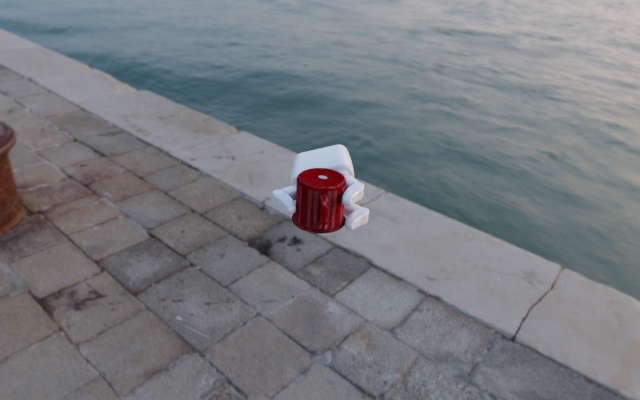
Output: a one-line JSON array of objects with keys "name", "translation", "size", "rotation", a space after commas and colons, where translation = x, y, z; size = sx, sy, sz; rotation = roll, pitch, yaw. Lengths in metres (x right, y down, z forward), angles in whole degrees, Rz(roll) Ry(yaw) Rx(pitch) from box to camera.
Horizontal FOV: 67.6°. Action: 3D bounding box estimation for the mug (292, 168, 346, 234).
[{"name": "mug", "translation": [0.000, 0.003, 0.786], "size": [0.093, 0.081, 0.117], "rotation": [2, 28, -3]}]
